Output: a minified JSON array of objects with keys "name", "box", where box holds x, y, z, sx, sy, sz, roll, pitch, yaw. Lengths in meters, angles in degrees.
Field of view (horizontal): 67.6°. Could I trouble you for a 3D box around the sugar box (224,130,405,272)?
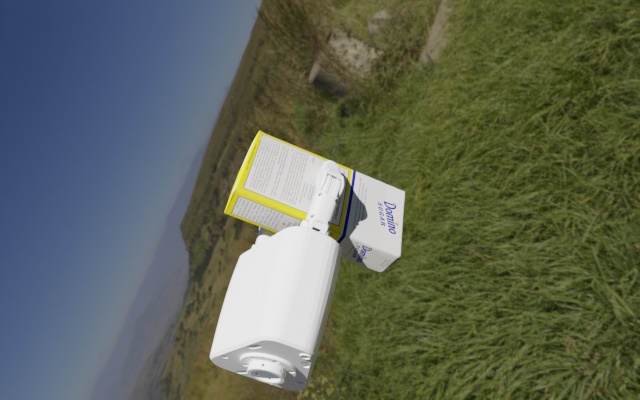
[{"name":"sugar box","box":[0.000,0.002,0.497,0.176,0.093,0.048,24,-42,-12]}]
